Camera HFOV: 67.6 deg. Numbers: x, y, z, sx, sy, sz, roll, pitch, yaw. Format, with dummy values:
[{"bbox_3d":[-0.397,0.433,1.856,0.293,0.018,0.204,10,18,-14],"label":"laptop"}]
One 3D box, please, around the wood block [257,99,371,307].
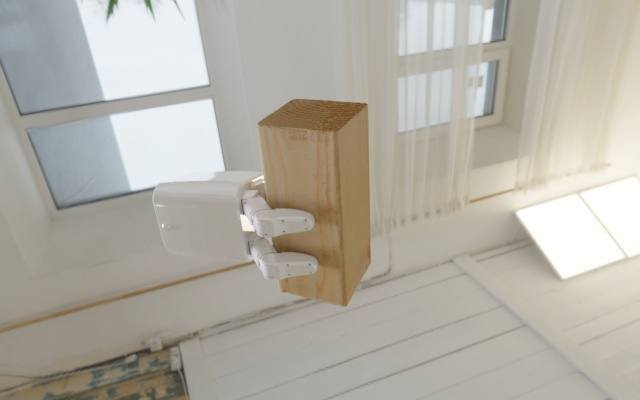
[{"bbox_3d":[0.000,0.002,0.531,0.090,0.206,0.090,8,31,22],"label":"wood block"}]
